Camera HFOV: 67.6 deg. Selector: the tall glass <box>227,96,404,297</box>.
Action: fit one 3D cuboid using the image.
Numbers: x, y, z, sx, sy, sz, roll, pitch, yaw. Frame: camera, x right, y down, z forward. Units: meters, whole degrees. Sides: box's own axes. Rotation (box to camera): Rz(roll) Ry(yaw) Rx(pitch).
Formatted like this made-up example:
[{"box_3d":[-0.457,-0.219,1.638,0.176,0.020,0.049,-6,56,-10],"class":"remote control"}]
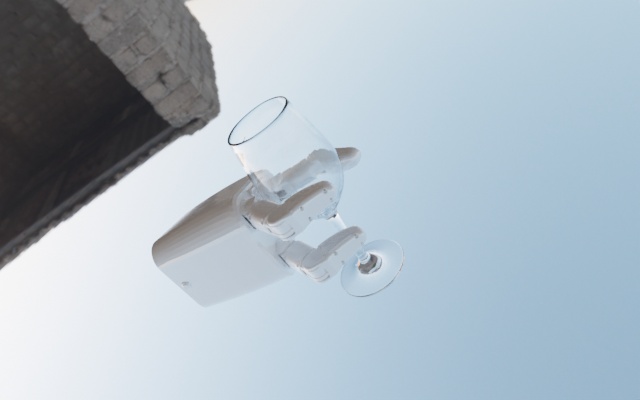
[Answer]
[{"box_3d":[0.001,0.002,0.444,0.079,0.079,0.201,0,-43,46],"class":"tall glass"}]
